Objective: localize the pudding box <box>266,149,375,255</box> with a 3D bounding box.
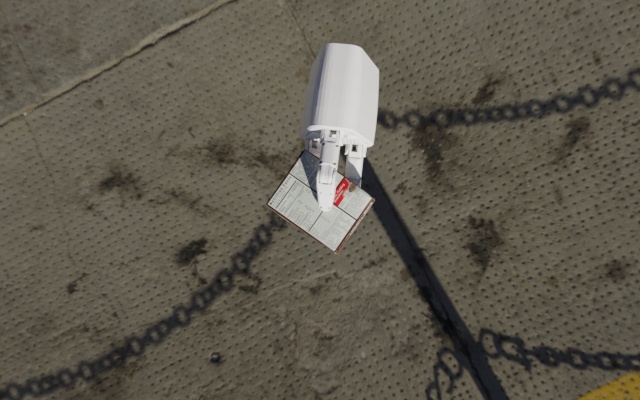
[{"bbox_3d":[0.000,0.002,0.616,0.113,0.090,0.039,35,-1,7],"label":"pudding box"}]
